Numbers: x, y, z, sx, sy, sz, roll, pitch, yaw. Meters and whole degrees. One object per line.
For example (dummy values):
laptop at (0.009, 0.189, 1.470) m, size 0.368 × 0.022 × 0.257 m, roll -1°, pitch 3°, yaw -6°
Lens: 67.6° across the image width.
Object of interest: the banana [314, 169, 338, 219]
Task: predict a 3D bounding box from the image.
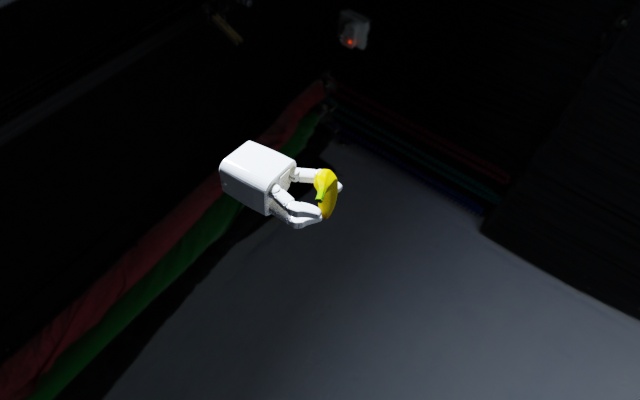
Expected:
banana at (0.007, -0.015, 0.850) m, size 0.037 × 0.069 × 0.198 m, roll 22°, pitch -8°, yaw 9°
